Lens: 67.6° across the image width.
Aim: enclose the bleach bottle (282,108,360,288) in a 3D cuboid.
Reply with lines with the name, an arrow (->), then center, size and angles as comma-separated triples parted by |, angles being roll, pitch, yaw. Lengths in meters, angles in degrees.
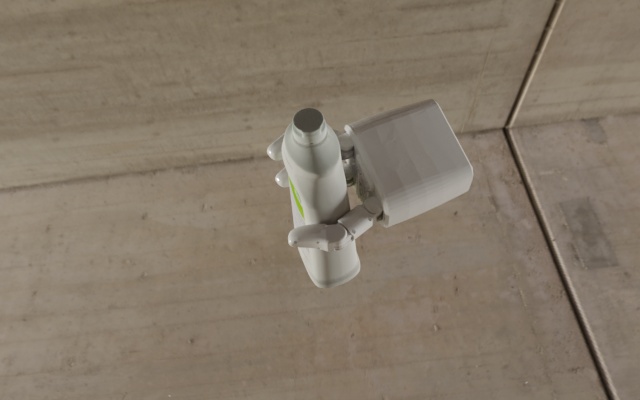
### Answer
bleach bottle -> 0.000, 0.002, 0.523 | 0.068, 0.102, 0.251 | -22, -31, -9
